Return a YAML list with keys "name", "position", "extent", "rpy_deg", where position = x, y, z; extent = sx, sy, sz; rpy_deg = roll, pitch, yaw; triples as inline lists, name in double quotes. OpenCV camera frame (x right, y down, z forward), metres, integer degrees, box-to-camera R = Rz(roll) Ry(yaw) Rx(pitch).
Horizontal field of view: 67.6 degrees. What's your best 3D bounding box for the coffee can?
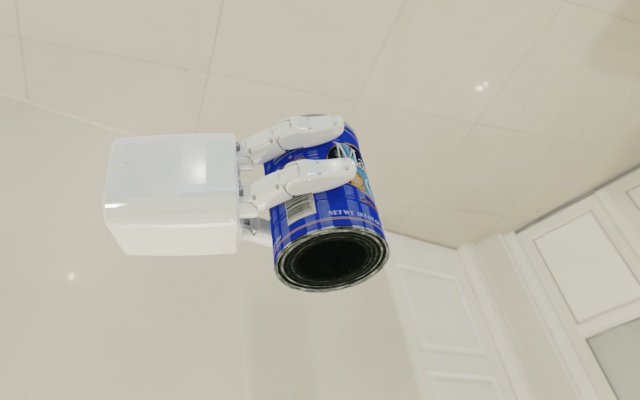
- name: "coffee can"
  position: [0.000, 0.001, 0.459]
  extent: [0.103, 0.140, 0.103]
  rpy_deg: [-7, -39, -6]
